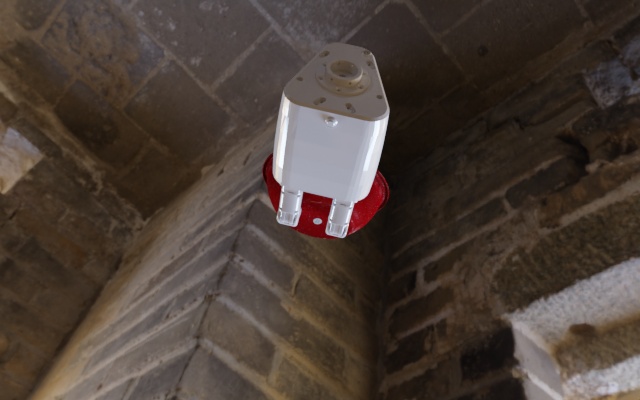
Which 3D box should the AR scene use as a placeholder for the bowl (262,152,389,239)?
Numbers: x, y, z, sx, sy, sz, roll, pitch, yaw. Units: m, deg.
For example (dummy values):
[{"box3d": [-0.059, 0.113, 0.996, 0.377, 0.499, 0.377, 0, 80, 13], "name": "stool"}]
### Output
[{"box3d": [0.000, 0.003, 0.588, 0.162, 0.055, 0.162, 10, -30, 6], "name": "bowl"}]
